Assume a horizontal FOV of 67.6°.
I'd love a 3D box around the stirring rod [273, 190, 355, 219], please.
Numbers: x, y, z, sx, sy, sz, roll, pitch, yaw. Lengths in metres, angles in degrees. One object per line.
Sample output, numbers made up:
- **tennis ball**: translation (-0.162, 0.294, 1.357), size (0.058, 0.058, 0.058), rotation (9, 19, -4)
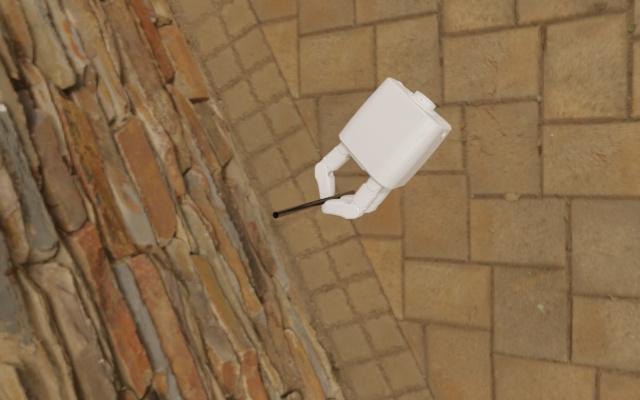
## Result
- **stirring rod**: translation (0.000, 0.002, 0.659), size (0.011, 0.011, 0.239), rotation (0, 7, 26)
